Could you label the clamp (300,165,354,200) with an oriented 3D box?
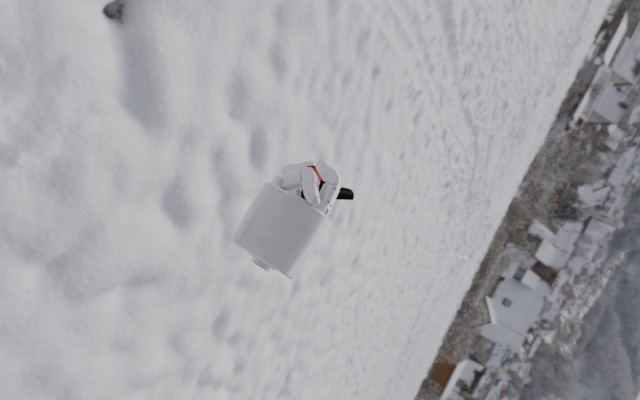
[{"bbox_3d":[0.001,0.003,0.824,0.039,0.120,0.171,25,-12,29],"label":"clamp"}]
